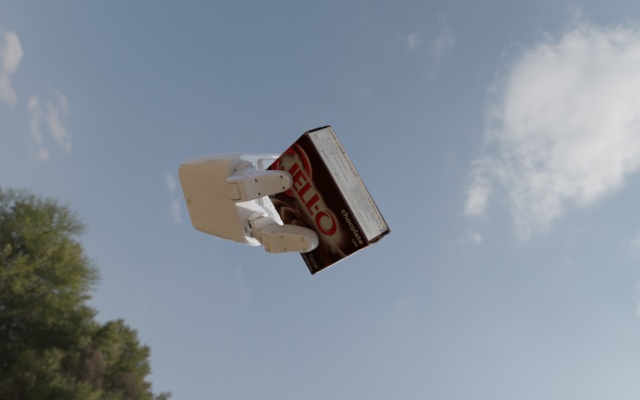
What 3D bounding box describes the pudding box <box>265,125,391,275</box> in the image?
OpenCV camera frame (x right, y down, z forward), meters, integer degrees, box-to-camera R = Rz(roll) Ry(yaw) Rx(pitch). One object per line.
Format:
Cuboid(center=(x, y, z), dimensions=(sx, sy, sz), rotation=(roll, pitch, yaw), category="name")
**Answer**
Cuboid(center=(0.000, 0.001, 0.440), dimensions=(0.039, 0.113, 0.090), rotation=(-27, -6, -41), category="pudding box")
